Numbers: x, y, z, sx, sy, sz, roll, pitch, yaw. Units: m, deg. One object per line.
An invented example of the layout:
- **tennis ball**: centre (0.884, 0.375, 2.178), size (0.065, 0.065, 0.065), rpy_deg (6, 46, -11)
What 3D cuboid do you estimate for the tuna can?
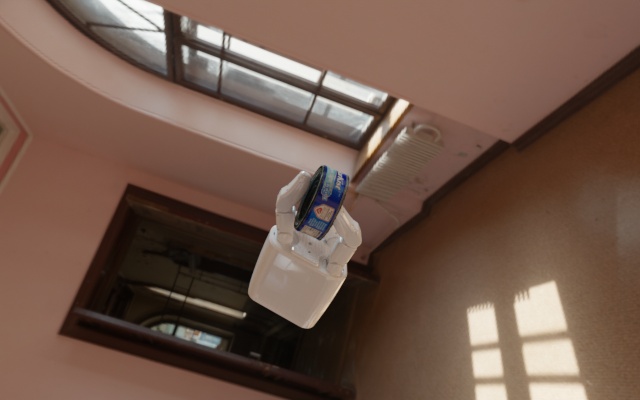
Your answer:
- **tuna can**: centre (0.000, 0.002, 0.566), size (0.034, 0.086, 0.086), rpy_deg (24, -5, -10)
